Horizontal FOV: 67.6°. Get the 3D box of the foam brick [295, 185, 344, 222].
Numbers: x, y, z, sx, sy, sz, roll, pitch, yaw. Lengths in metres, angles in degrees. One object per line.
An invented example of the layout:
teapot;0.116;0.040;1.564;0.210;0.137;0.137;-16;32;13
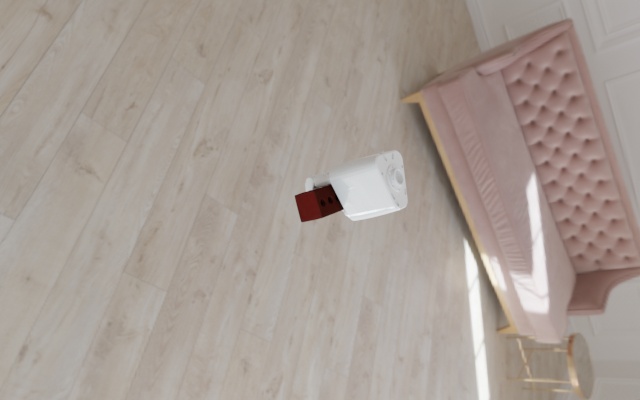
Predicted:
foam brick;0.000;0.003;0.881;0.051;0.053;0.078;-13;5;41
